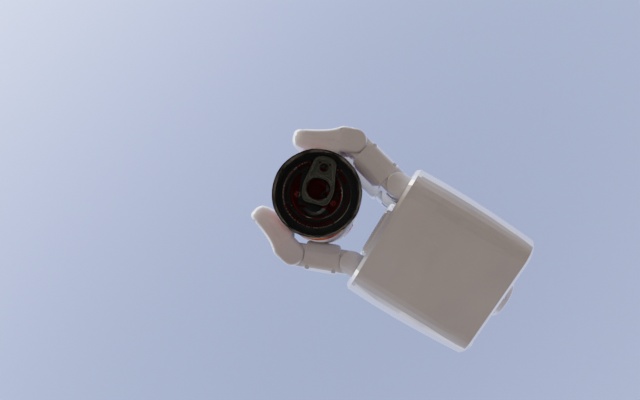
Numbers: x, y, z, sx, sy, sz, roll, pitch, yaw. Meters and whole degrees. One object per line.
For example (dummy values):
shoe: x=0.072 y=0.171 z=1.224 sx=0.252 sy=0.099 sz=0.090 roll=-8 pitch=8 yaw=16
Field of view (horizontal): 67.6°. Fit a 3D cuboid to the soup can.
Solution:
soup can: x=0.000 y=0.001 z=0.404 sx=0.068 sy=0.068 sz=0.102 roll=0 pitch=-8 yaw=3
